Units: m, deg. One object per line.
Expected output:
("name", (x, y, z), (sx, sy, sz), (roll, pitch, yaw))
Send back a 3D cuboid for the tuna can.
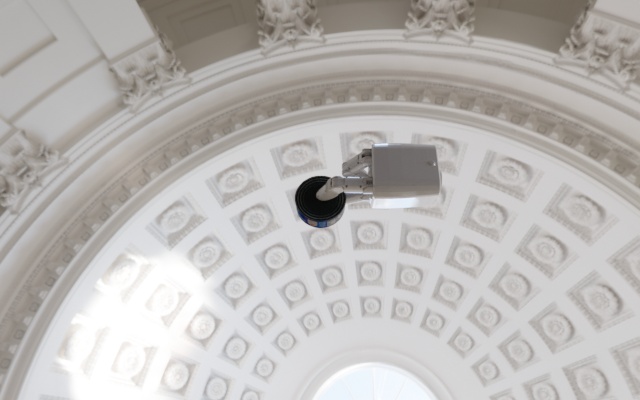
("tuna can", (0.000, 0.003, 0.808), (0.086, 0.086, 0.034), (0, -27, 1))
